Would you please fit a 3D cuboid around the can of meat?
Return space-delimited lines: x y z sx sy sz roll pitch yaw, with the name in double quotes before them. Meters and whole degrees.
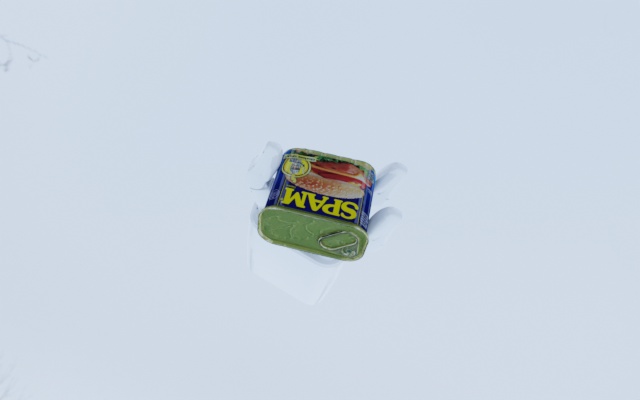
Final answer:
"can of meat" 0.000 0.001 0.458 0.102 0.084 0.057 13 -38 1
